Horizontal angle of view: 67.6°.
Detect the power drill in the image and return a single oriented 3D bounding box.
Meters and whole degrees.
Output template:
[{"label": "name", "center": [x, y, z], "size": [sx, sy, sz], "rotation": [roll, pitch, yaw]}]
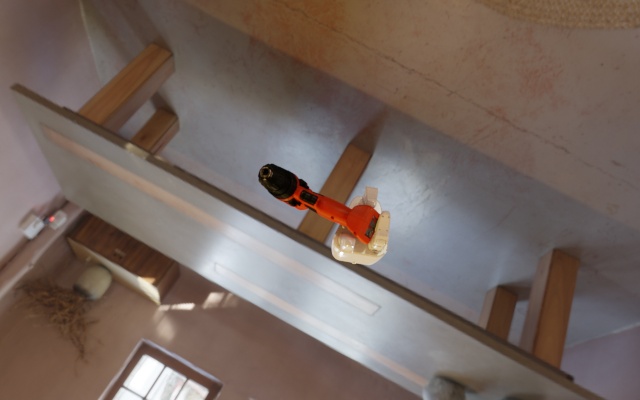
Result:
[{"label": "power drill", "center": [0.001, 0.003, 0.796], "size": [0.187, 0.057, 0.184], "rotation": [26, -2, 22]}]
